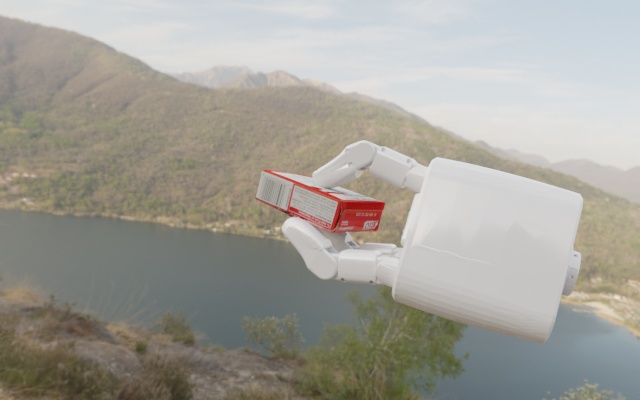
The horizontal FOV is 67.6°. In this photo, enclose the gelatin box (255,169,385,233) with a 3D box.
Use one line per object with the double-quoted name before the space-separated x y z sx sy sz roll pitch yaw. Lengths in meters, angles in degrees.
"gelatin box" 0.000 0.001 0.416 0.089 0.030 0.073 22 10 32
